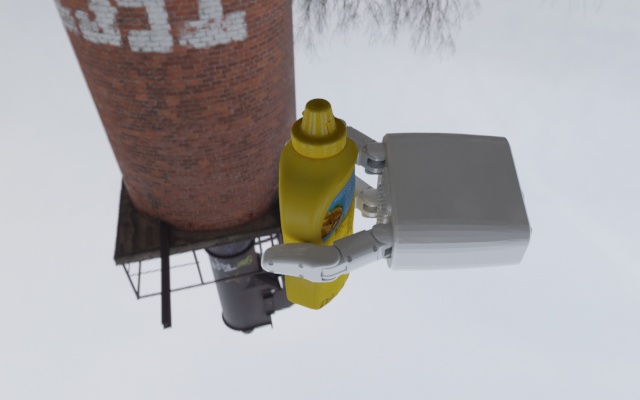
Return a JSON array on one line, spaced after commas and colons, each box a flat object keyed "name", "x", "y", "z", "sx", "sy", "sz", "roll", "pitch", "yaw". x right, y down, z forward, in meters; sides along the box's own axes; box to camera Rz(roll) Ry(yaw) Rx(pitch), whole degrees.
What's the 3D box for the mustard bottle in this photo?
[{"name": "mustard bottle", "x": 0.000, "y": 0.001, "z": 0.401, "sx": 0.058, "sy": 0.192, "sz": 0.096, "roll": 17, "pitch": 47, "yaw": 17}]
